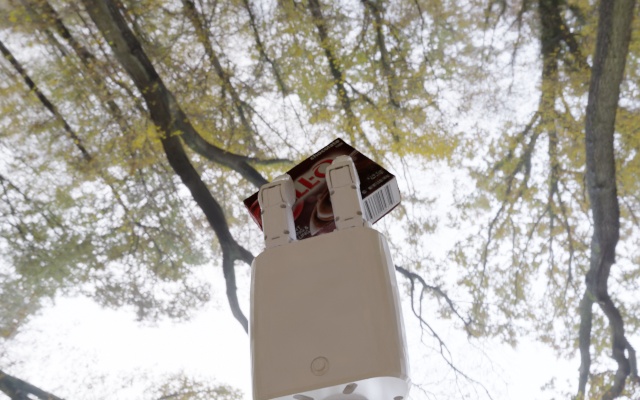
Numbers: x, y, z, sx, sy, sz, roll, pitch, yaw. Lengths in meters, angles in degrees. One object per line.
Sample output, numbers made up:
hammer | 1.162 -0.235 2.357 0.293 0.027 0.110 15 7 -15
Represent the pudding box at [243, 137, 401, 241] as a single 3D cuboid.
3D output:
pudding box | 0.000 0.002 0.419 0.113 0.039 0.090 -33 42 -13
